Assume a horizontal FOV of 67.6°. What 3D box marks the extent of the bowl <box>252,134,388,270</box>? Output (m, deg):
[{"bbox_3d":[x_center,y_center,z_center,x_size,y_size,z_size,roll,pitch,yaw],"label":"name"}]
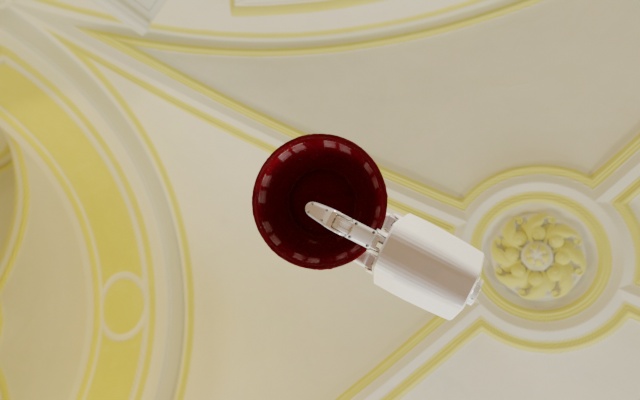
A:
[{"bbox_3d":[-0.001,0.001,0.589,0.162,0.162,0.055,0,-2,5],"label":"bowl"}]
